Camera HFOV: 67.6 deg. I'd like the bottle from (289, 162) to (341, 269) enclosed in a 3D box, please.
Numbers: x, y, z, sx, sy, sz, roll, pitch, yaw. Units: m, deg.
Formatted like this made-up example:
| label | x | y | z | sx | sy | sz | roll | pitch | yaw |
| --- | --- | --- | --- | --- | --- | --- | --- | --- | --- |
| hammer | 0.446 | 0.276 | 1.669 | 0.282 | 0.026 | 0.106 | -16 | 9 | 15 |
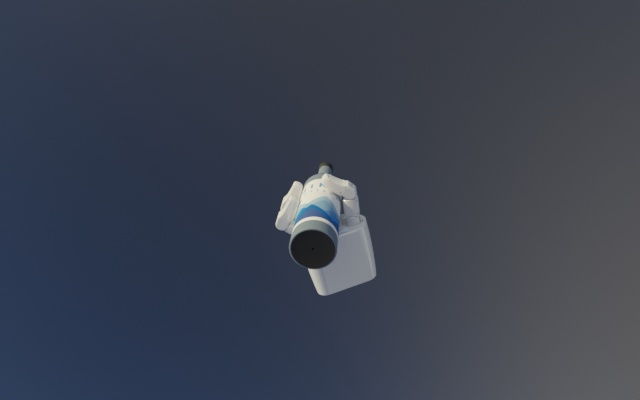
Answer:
| label | x | y | z | sx | sy | sz | roll | pitch | yaw |
| --- | --- | --- | --- | --- | --- | --- | --- | --- | --- |
| bottle | 0.000 | 0.003 | 0.784 | 0.069 | 0.069 | 0.295 | 0 | 26 | 5 |
